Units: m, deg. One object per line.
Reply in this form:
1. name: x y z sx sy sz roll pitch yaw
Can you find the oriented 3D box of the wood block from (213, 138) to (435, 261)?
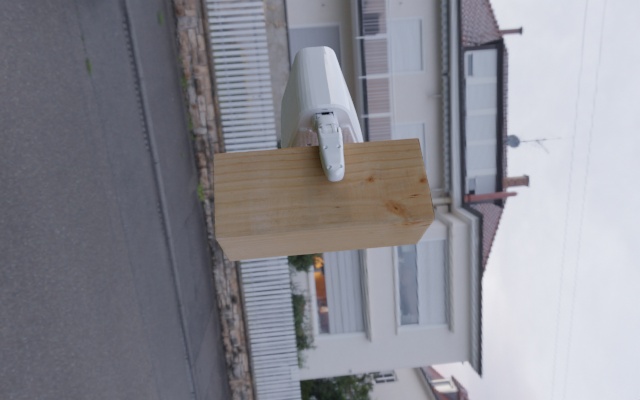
1. wood block: 0.000 0.001 0.496 0.206 0.090 0.091 -5 -22 -3
